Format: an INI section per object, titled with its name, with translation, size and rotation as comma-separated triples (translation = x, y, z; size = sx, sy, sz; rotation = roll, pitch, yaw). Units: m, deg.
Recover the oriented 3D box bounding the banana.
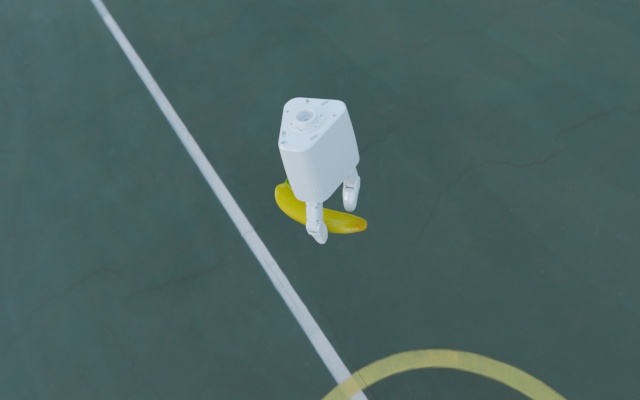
[banana]
translation = -0.015, 0.012, 0.789
size = 0.069, 0.037, 0.197
rotation = -40, 50, -23
